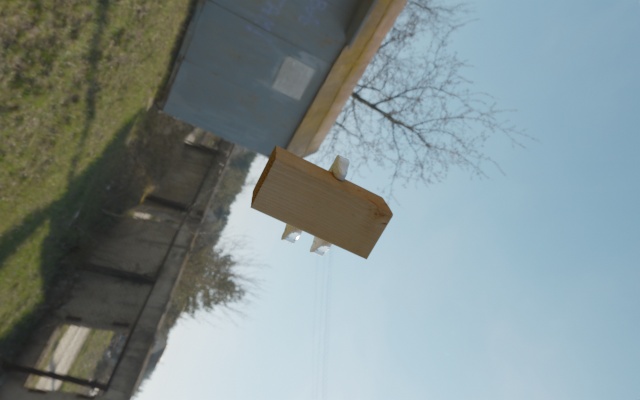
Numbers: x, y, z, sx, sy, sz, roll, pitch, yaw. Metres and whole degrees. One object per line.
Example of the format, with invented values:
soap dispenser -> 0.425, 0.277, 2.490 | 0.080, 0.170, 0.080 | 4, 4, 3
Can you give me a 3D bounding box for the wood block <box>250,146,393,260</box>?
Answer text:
wood block -> 0.000, 0.002, 0.778 | 0.206, 0.091, 0.090 | 25, 16, -13
